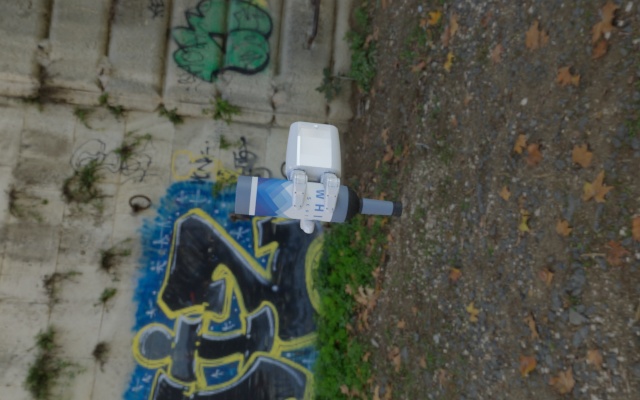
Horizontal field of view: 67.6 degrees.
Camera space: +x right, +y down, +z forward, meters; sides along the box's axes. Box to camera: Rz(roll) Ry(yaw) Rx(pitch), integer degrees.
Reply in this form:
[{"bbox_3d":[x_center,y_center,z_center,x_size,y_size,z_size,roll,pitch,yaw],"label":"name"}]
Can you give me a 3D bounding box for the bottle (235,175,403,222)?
[{"bbox_3d":[0.000,0.003,0.847,0.296,0.069,0.069,5,-1,-8],"label":"bottle"}]
